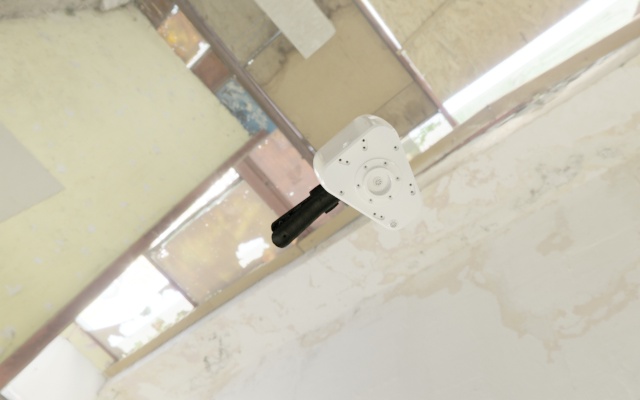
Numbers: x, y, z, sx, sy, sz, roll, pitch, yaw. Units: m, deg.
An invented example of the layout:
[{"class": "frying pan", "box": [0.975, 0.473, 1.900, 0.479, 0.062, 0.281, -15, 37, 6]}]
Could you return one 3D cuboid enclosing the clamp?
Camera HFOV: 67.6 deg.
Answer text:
[{"class": "clamp", "box": [0.001, 0.002, 0.617, 0.171, 0.039, 0.120, -39, 12, 6]}]
